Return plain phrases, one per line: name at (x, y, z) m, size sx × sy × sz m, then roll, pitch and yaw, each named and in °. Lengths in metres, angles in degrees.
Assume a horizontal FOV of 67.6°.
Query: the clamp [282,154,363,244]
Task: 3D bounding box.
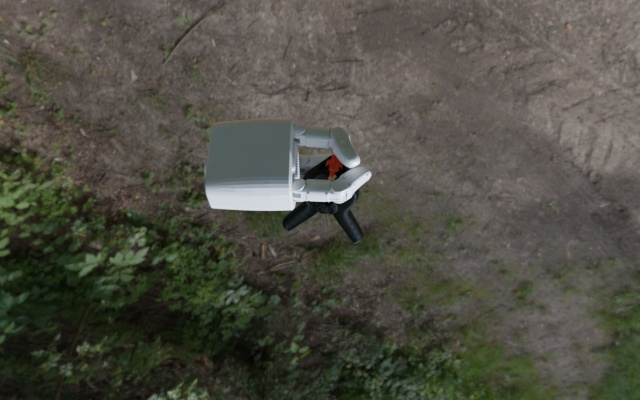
clamp at (0.000, 0.003, 0.661) m, size 0.120 × 0.039 × 0.172 m, roll 0°, pitch -41°, yaw 4°
